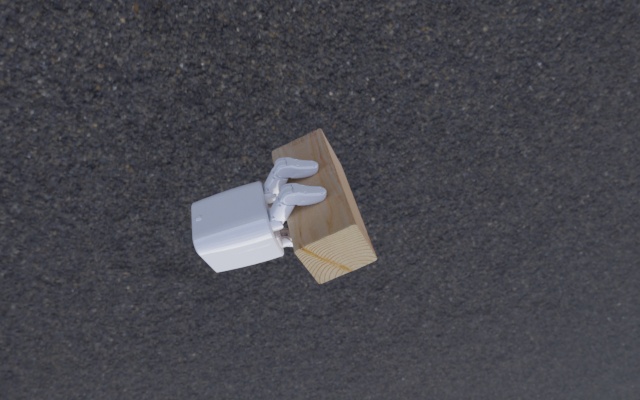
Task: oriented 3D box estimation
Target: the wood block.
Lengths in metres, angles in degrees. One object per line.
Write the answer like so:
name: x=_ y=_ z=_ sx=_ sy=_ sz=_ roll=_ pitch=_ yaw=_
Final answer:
wood block: x=0.000 y=0.003 z=0.696 sx=0.090 sy=0.206 sz=0.091 roll=-25 pitch=-45 yaw=8
